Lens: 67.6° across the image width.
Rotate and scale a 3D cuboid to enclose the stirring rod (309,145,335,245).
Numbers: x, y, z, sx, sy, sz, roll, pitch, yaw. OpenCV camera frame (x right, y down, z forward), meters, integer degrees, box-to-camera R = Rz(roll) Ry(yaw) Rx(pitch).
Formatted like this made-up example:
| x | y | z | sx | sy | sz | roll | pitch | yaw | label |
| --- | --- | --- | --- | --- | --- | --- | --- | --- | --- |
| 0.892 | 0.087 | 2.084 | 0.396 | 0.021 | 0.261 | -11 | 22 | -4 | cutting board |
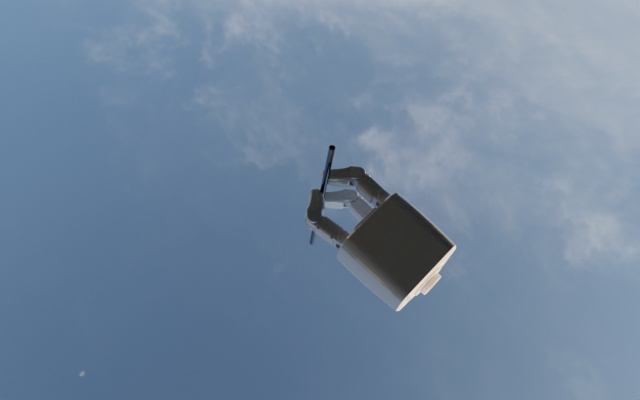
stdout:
| x | y | z | sx | sy | sz | roll | pitch | yaw | label |
| --- | --- | --- | --- | --- | --- | --- | --- | --- | --- |
| 0.000 | 0.002 | 0.680 | 0.011 | 0.011 | 0.240 | 0 | -34 | -8 | stirring rod |
